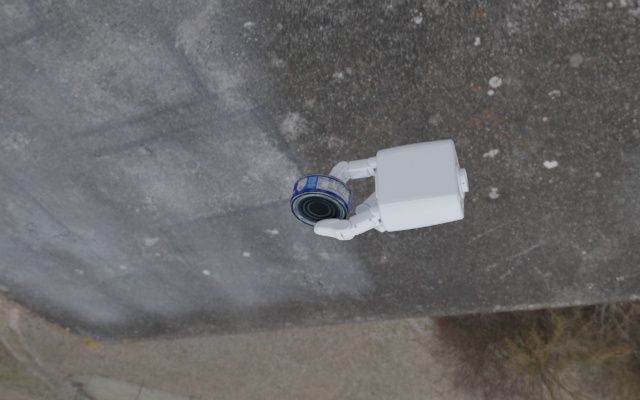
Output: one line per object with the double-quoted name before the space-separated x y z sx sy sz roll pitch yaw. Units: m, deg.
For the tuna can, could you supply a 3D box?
"tuna can" 0.000 0.003 0.680 0.086 0.033 0.086 7 -38 6
